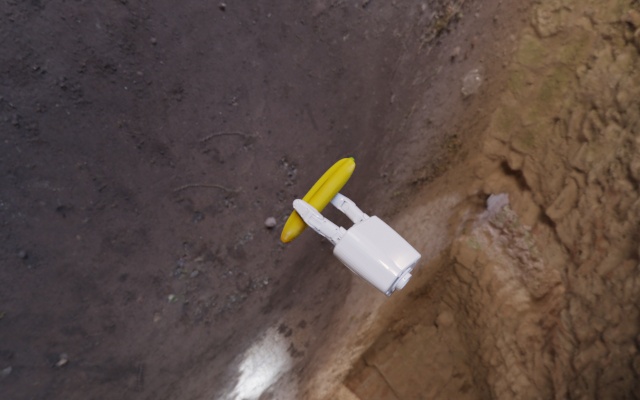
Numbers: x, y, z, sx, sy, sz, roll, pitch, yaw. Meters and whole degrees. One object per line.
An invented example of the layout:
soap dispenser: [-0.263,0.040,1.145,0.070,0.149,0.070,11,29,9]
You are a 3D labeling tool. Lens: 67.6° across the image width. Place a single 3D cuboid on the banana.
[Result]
banana: [0.001,-0.006,0.815,0.037,0.198,0.070,39,-12,14]
